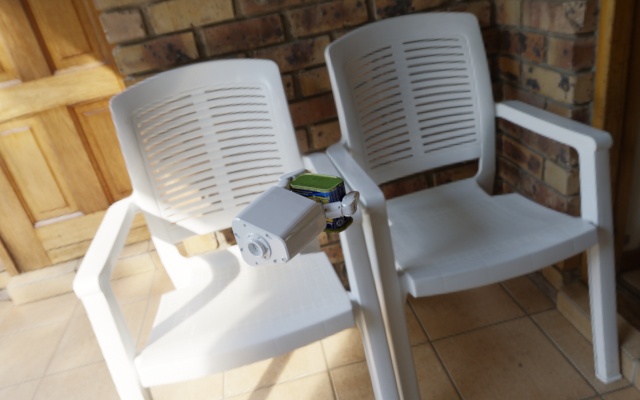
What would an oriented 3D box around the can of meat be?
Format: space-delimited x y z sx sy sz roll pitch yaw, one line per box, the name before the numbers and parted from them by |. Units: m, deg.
can of meat | 0.000 0.002 0.832 0.102 0.084 0.057 9 34 35
